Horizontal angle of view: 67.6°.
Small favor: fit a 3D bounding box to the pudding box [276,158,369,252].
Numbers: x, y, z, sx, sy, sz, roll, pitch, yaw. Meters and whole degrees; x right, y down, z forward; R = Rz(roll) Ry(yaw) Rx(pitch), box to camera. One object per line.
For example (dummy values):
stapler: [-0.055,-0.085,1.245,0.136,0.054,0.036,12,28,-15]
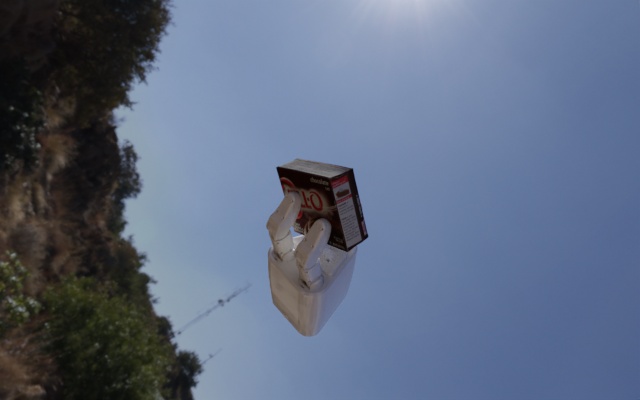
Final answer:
pudding box: [0.000,0.002,0.559,0.039,0.090,0.113,-29,25,-31]
